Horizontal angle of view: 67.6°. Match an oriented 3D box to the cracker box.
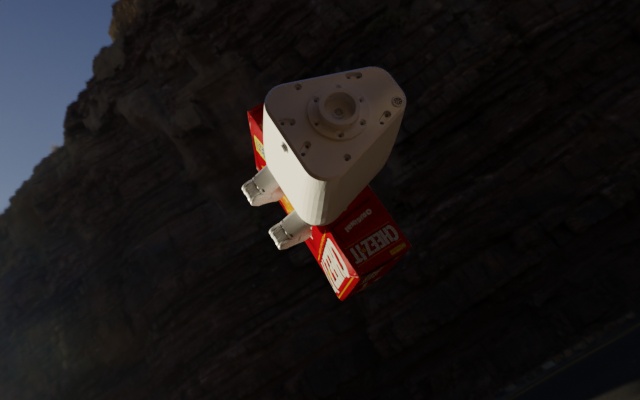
[{"bbox_3d":[0.000,0.002,0.556,0.072,0.213,0.164,-30,-15,-13],"label":"cracker box"}]
